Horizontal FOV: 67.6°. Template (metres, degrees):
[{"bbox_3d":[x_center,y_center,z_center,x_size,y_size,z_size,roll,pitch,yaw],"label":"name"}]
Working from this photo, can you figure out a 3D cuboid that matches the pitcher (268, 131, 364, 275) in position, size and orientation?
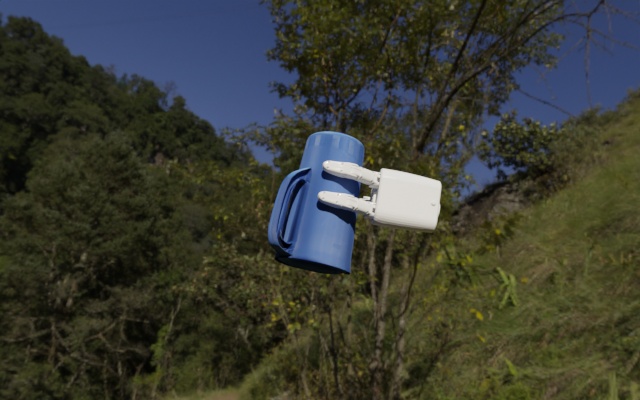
[{"bbox_3d":[0.000,0.003,0.842,0.145,0.242,0.149,10,-15,2],"label":"pitcher"}]
